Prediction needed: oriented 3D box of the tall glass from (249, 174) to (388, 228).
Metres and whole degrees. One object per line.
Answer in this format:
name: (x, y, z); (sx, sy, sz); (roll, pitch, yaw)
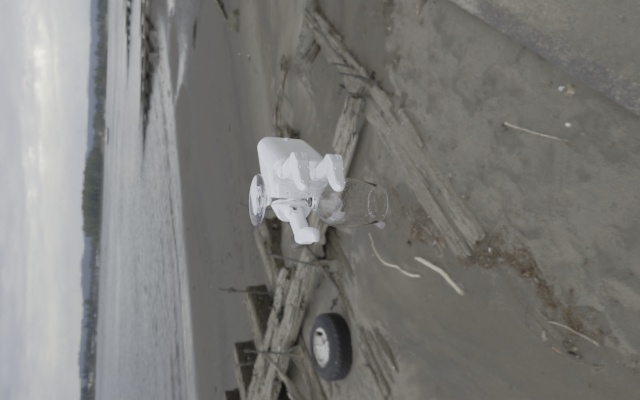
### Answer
tall glass: (0.000, 0.002, 0.715); (0.201, 0.079, 0.079); (2, -1, -24)
